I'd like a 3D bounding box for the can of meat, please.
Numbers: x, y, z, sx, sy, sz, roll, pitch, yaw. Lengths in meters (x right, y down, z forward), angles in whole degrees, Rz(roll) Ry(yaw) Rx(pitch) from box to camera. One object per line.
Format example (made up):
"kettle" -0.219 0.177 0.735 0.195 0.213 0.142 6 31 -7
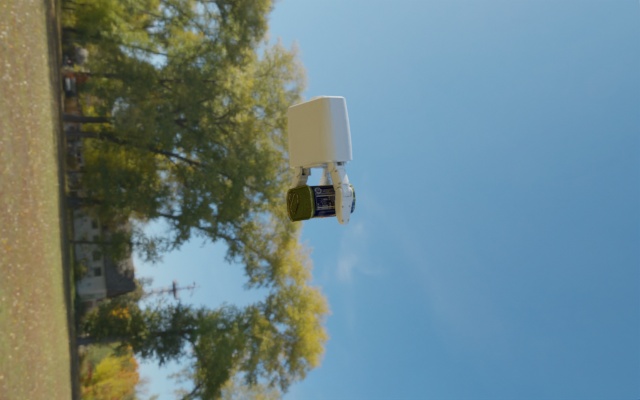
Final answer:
"can of meat" 0.000 0.003 0.809 0.084 0.057 0.102 -5 -4 -26
